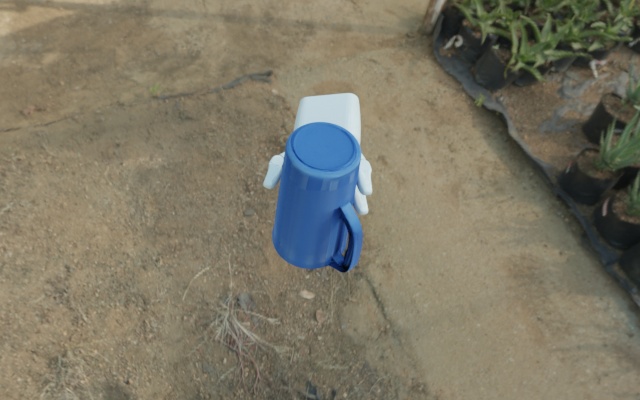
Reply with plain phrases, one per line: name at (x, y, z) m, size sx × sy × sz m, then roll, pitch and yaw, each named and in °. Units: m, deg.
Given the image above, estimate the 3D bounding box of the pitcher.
pitcher at (0.000, 0.002, 0.755) m, size 0.149 × 0.145 × 0.243 m, roll 8°, pitch -37°, yaw -2°
